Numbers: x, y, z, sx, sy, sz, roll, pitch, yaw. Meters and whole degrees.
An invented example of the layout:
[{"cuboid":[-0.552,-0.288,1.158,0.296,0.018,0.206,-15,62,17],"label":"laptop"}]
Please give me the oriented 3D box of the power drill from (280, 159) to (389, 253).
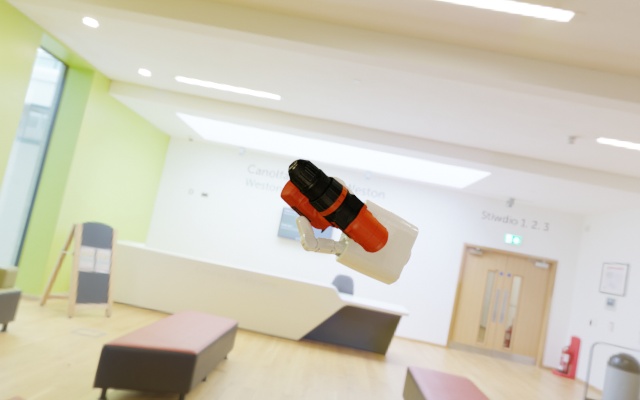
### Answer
[{"cuboid":[0.000,0.002,0.738,0.184,0.057,0.187,43,-9,-20],"label":"power drill"}]
